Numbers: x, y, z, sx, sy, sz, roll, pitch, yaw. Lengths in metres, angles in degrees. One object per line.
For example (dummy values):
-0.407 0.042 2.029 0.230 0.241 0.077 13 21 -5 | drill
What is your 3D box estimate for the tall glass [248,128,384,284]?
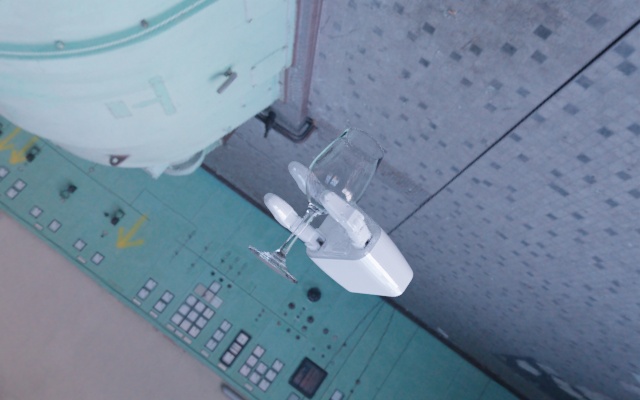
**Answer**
0.000 0.002 0.601 0.079 0.201 0.079 34 -15 11 | tall glass
